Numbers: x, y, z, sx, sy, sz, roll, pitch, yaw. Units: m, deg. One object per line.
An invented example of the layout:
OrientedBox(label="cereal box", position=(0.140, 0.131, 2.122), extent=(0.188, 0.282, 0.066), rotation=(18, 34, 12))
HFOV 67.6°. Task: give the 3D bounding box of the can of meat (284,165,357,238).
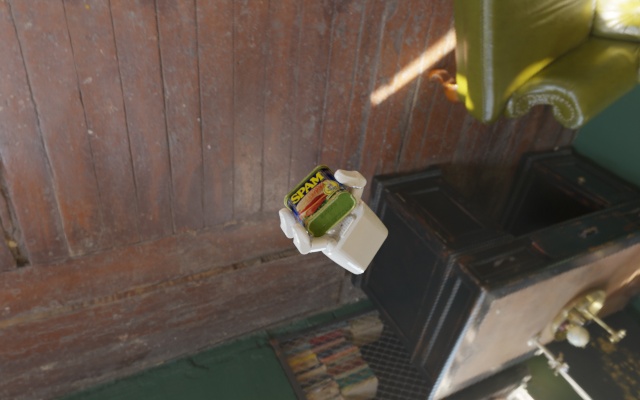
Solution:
OrientedBox(label="can of meat", position=(0.000, 0.003, 0.813), extent=(0.057, 0.102, 0.084), rotation=(45, 4, -45))
